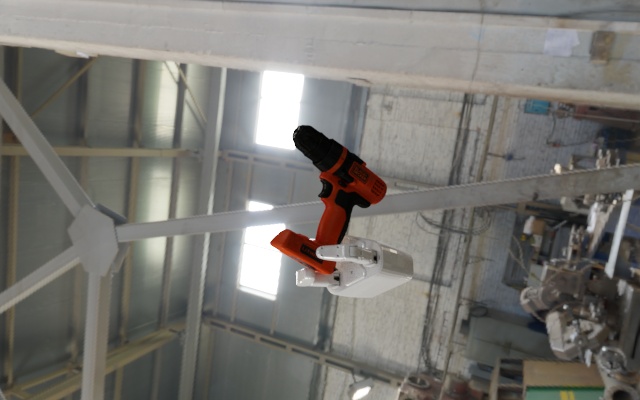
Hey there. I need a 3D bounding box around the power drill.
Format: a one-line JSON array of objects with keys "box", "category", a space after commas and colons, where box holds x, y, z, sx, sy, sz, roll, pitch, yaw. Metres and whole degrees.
[{"box": [0.000, 0.003, 0.721, 0.184, 0.187, 0.057, 34, -14, -24], "category": "power drill"}]
